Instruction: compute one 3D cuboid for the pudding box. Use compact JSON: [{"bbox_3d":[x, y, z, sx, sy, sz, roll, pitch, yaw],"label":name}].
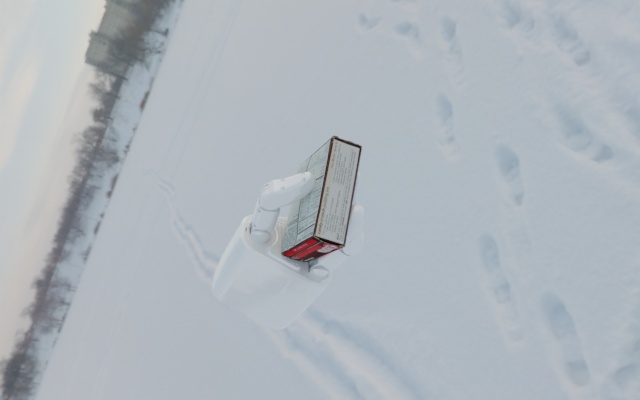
[{"bbox_3d":[0.000,0.002,0.498,0.039,0.113,0.090,18,-23,-21],"label":"pudding box"}]
